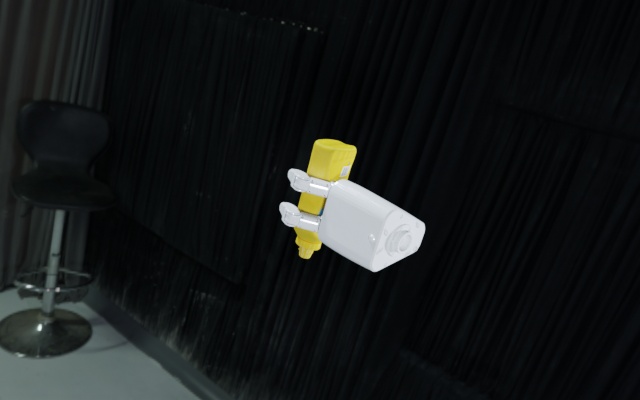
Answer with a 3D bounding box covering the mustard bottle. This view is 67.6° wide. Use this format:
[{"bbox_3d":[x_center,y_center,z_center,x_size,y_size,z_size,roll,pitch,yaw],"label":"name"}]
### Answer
[{"bbox_3d":[0.000,0.002,0.750,0.058,0.192,0.096,21,16,18],"label":"mustard bottle"}]
